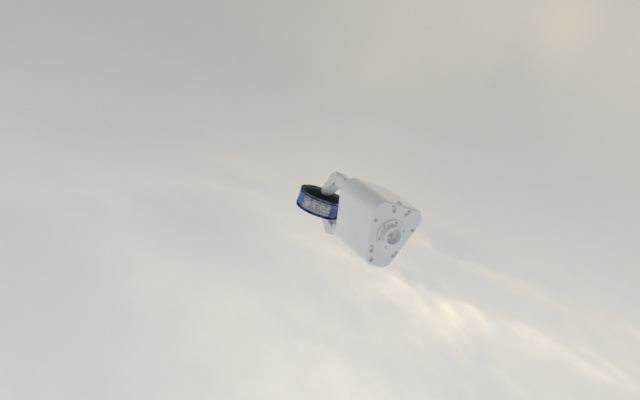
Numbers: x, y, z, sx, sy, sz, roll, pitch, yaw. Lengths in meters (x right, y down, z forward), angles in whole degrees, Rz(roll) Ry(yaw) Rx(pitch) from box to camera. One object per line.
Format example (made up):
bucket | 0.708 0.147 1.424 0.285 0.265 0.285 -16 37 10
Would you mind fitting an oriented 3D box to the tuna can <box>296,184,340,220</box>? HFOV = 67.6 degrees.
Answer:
tuna can | 0.000 0.003 0.864 0.086 0.034 0.086 19 15 -5
